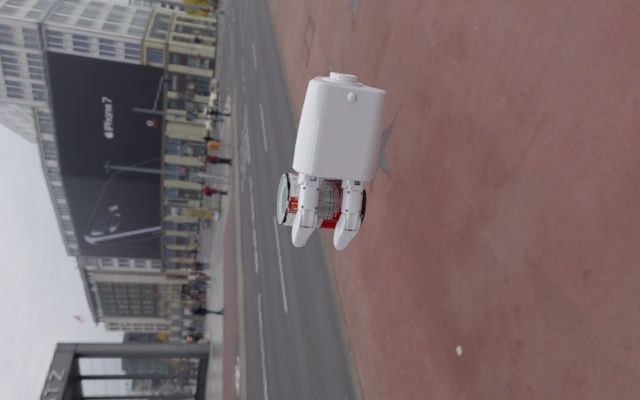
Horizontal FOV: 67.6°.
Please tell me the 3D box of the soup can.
[{"bbox_3d":[0.000,0.002,0.616,0.102,0.068,0.068,5,-1,-15],"label":"soup can"}]
